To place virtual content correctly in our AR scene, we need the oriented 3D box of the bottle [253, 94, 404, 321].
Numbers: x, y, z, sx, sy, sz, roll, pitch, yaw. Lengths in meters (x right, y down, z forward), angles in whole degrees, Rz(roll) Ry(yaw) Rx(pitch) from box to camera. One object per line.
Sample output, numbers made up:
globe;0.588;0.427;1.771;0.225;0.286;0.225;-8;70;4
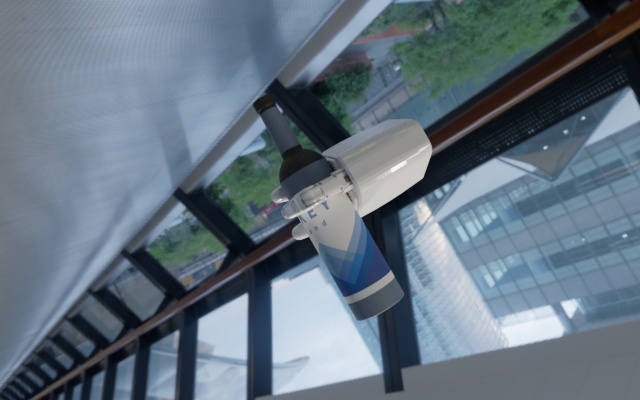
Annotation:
bottle;0.000;0.002;0.588;0.069;0.295;0.069;-30;-3;-2
